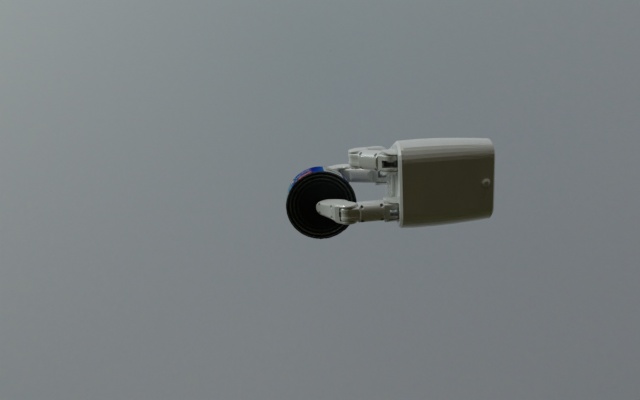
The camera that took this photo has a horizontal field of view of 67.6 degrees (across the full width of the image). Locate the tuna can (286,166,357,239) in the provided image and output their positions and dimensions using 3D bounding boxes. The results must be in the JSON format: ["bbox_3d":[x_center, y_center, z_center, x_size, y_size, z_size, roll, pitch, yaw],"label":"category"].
[{"bbox_3d":[0.000,0.002,0.590,0.086,0.086,0.033,0,17,-5],"label":"tuna can"}]
